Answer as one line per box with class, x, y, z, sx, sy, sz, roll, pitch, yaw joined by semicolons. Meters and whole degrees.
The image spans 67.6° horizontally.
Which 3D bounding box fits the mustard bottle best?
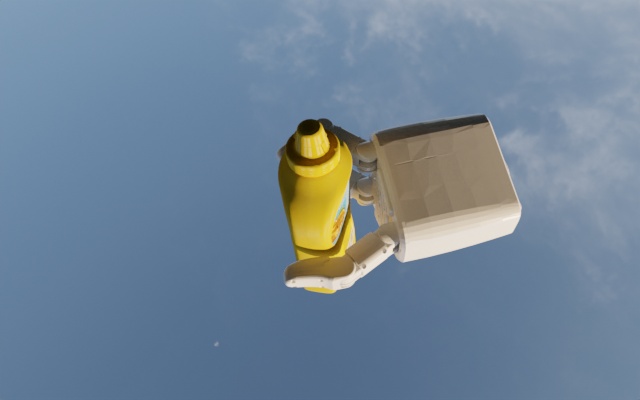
mustard bottle;0.000;0.002;0.415;0.058;0.096;0.192;8;-32;10
